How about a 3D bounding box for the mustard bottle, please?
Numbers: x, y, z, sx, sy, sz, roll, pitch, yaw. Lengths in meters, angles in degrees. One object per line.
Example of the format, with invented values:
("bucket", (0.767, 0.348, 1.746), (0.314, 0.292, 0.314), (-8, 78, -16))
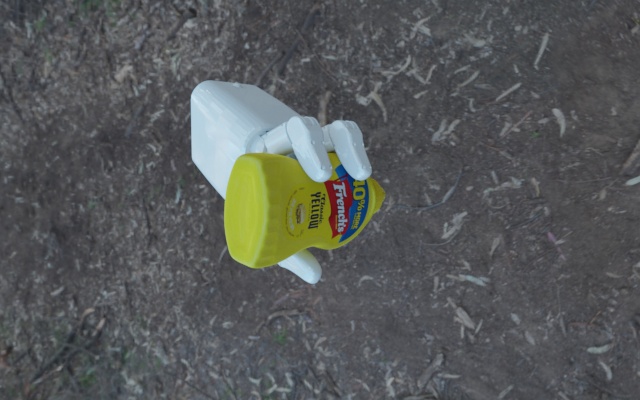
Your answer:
("mustard bottle", (0.000, 0.002, 0.462), (0.058, 0.096, 0.191), (14, 14, 41))
